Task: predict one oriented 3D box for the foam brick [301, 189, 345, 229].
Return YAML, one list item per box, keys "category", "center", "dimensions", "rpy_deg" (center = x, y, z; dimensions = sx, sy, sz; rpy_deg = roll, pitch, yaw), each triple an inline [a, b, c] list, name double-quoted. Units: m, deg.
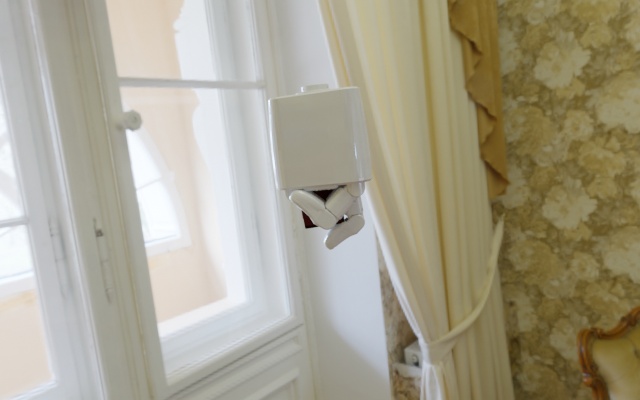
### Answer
- category: "foam brick"
  center: [0.000, 0.002, 0.626]
  dimensions: [0.053, 0.051, 0.078]
  rpy_deg: [-9, 8, -4]
